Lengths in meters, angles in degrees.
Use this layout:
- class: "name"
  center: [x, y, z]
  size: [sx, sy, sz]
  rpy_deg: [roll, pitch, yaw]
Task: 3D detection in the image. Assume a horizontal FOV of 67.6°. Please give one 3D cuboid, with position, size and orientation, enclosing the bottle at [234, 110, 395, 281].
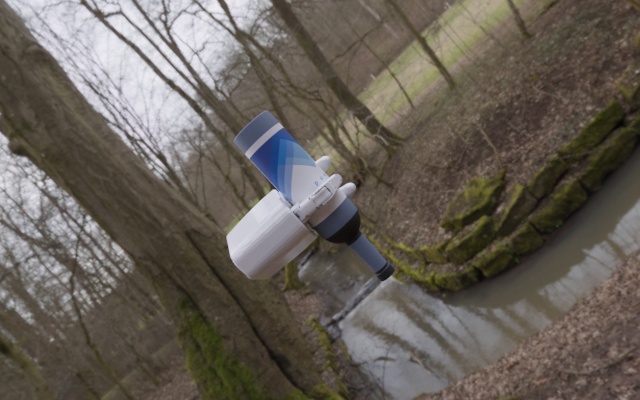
- class: "bottle"
  center: [0.000, 0.002, 0.690]
  size: [0.069, 0.296, 0.069]
  rpy_deg: [-42, 5, 4]
